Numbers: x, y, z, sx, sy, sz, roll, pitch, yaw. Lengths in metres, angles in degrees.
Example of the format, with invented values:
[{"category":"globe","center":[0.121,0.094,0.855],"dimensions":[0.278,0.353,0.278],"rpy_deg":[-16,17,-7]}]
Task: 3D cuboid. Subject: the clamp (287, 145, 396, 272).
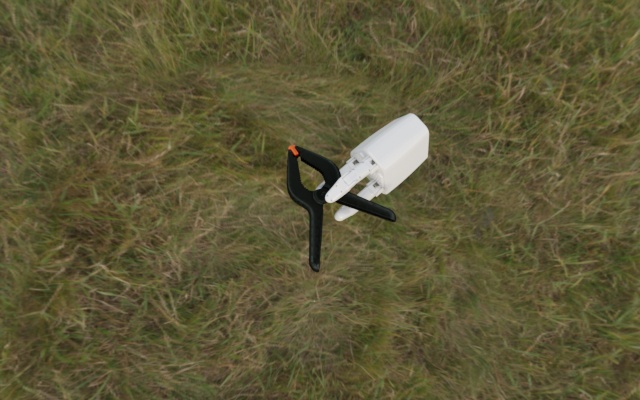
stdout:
[{"category":"clamp","center":[0.000,0.002,0.796],"dimensions":[0.164,0.210,0.036],"rpy_deg":[-39,-9,-9]}]
